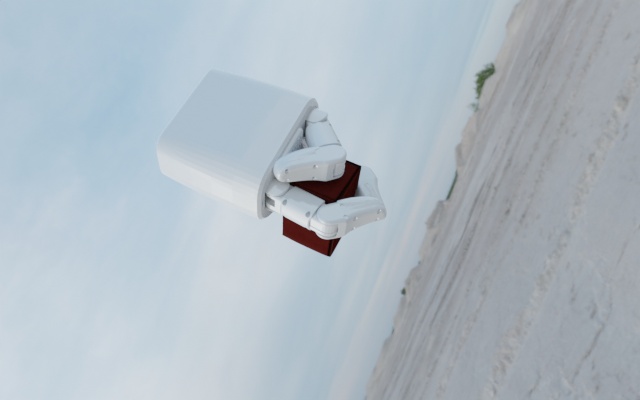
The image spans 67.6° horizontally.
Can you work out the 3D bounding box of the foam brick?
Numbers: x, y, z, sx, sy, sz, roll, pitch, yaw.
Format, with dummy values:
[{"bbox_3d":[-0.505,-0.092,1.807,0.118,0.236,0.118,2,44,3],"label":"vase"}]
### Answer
[{"bbox_3d":[0.000,0.002,0.436,0.051,0.078,0.053,21,48,13],"label":"foam brick"}]
